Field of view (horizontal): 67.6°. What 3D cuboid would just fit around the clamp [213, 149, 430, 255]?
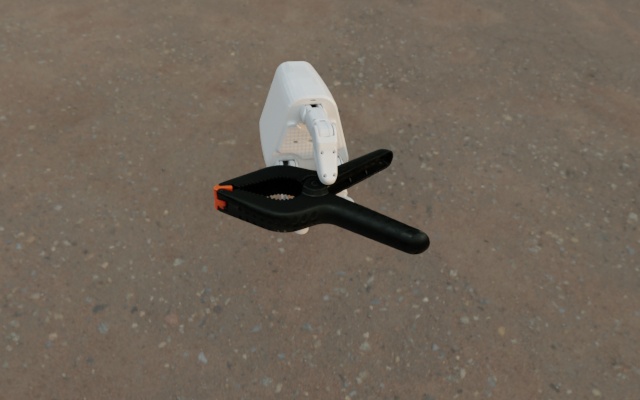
[{"bbox_3d":[0.000,0.001,0.484,0.210,0.036,0.164,-5,37,-13],"label":"clamp"}]
